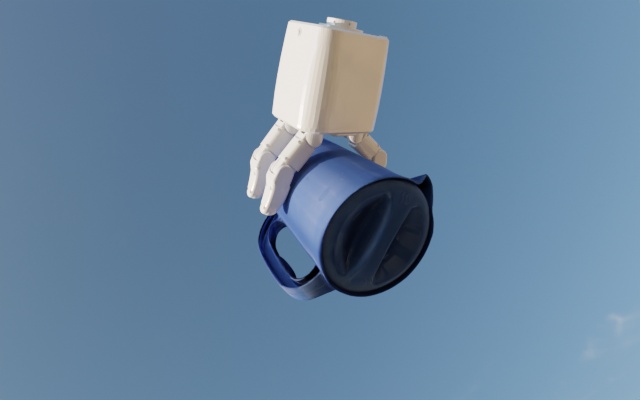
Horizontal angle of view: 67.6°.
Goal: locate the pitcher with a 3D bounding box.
[{"bbox_3d":[0.000,0.002,0.560,0.149,0.145,0.242,-1,23,-28],"label":"pitcher"}]
